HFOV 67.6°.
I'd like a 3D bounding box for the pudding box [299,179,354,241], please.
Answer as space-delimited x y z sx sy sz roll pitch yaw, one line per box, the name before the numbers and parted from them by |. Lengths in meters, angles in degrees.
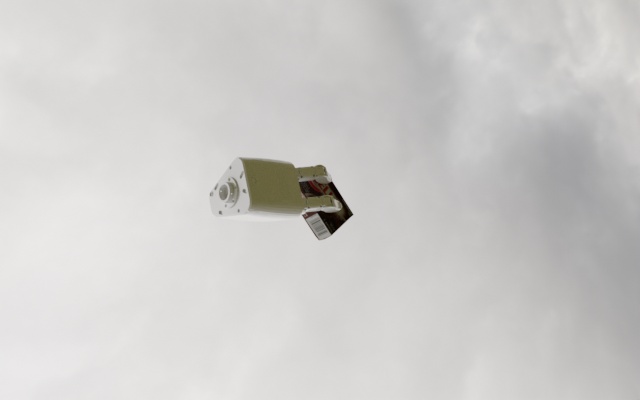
pudding box | 0.000 0.003 0.854 0.039 0.113 0.090 -26 7 38
